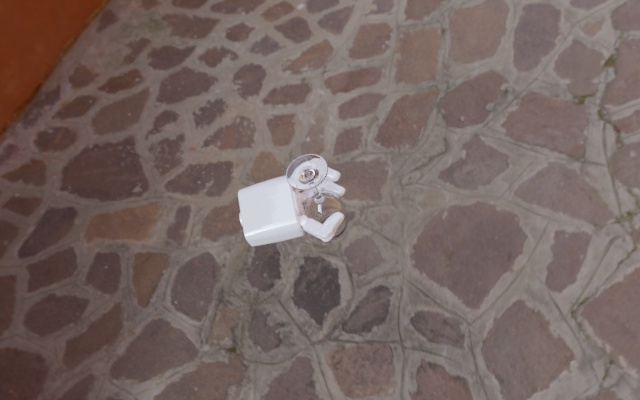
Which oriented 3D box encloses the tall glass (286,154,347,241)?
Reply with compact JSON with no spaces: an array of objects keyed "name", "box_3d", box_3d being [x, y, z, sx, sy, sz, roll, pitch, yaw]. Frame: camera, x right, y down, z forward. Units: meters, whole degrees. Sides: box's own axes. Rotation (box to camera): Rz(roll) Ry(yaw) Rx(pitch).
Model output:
[{"name":"tall glass","box_3d":[0.000,0.003,0.892,0.079,0.079,0.201,0,-32,17]}]
